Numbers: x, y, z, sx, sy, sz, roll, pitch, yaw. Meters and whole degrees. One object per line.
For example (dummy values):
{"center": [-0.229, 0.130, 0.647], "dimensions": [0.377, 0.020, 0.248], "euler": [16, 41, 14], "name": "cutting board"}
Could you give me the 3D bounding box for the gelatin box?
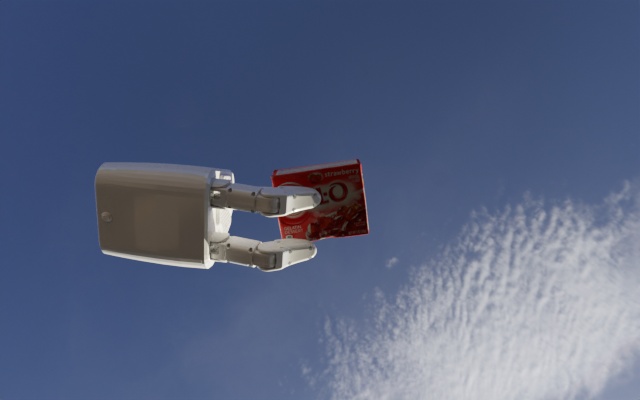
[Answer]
{"center": [0.000, 0.001, 0.477], "dimensions": [0.089, 0.073, 0.030], "euler": [-8, 15, 2], "name": "gelatin box"}
